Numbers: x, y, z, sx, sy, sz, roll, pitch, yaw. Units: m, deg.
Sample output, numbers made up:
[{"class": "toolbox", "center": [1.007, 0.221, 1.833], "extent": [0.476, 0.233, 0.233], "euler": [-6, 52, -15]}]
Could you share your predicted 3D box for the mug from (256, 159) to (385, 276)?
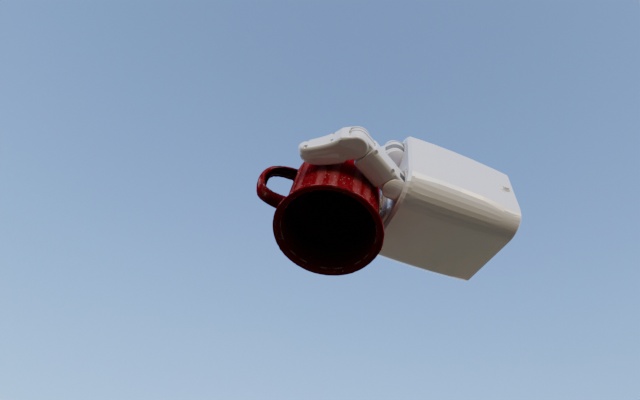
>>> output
[{"class": "mug", "center": [-0.001, 0.001, 0.425], "extent": [0.117, 0.093, 0.081], "euler": [20, 34, -4]}]
